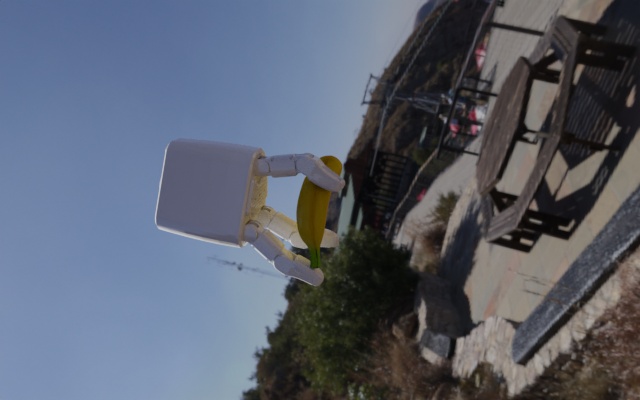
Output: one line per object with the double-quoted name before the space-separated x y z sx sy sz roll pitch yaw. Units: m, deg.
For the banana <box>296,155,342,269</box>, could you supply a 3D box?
"banana" -0.001 -0.010 0.588 0.037 0.070 0.197 6 40 9
